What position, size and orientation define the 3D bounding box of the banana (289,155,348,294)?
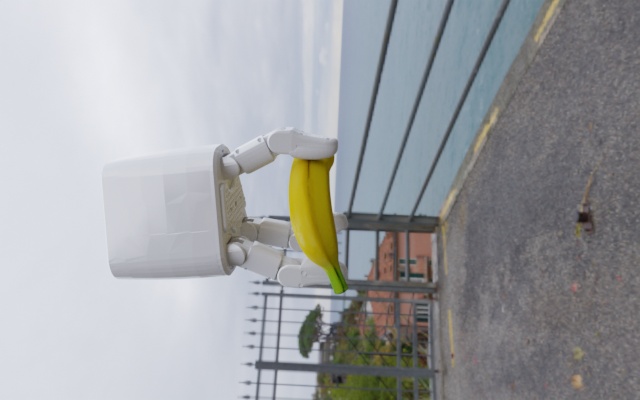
[{"bbox_3d":[-0.005,-0.010,0.436,0.037,0.070,0.197,-12,40,9],"label":"banana"}]
